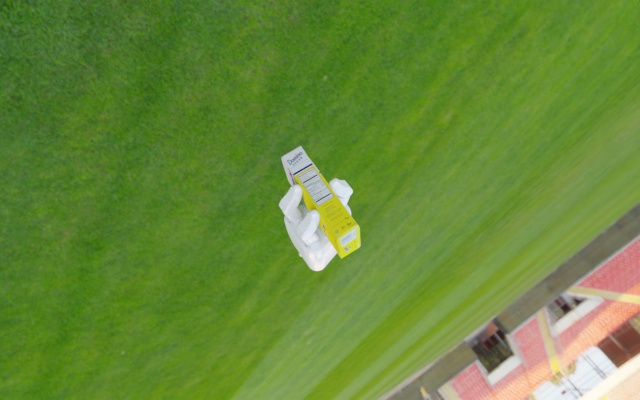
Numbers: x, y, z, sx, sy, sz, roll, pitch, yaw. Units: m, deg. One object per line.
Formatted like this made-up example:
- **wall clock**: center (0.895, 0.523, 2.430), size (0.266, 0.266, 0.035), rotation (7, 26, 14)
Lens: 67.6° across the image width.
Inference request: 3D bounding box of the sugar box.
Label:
- **sugar box**: center (0.000, 0.003, 0.791), size (0.048, 0.176, 0.093), rotation (-33, -25, -10)
